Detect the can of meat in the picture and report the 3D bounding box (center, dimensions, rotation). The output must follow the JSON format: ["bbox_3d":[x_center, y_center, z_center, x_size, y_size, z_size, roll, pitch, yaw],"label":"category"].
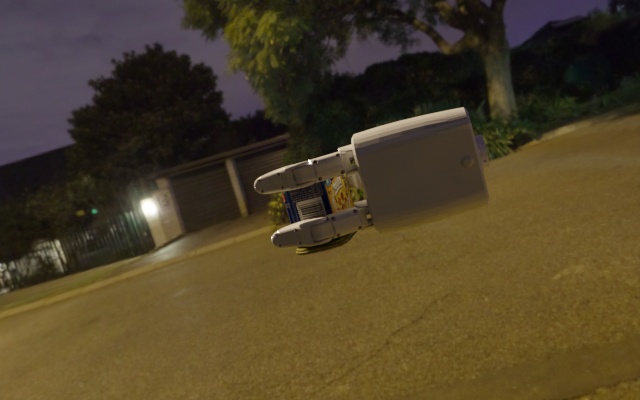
[{"bbox_3d":[0.000,0.001,0.509,0.057,0.084,0.102,-14,7,19],"label":"can of meat"}]
